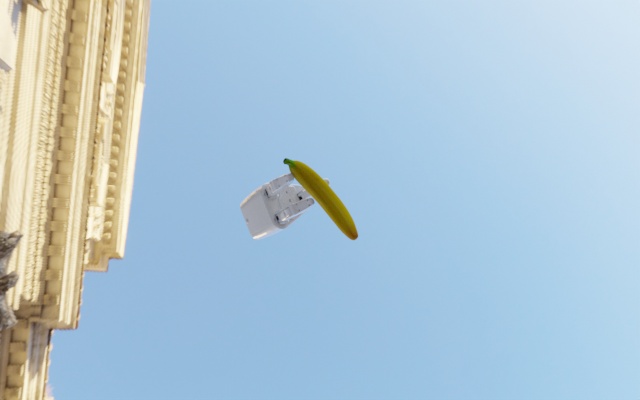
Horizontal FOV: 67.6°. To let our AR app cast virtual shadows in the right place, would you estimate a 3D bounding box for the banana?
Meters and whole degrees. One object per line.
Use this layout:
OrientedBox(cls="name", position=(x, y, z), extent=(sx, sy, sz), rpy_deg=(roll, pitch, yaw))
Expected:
OrientedBox(cls="banana", position=(0.002, -0.007, 0.889), extent=(0.037, 0.198, 0.069), rpy_deg=(-39, 10, 25))
